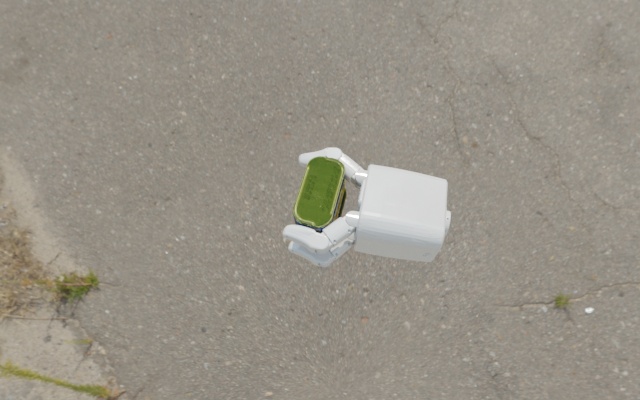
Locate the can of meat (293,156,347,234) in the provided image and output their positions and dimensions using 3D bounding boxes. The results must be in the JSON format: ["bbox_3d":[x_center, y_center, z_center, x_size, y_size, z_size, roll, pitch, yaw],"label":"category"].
[{"bbox_3d":[0.000,0.002,0.636,0.057,0.102,0.084,13,-21,7],"label":"can of meat"}]
